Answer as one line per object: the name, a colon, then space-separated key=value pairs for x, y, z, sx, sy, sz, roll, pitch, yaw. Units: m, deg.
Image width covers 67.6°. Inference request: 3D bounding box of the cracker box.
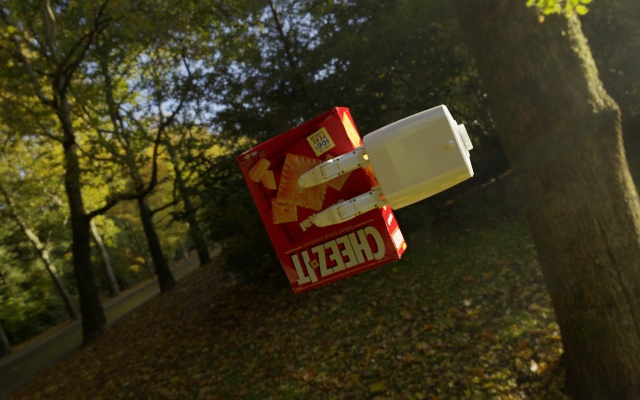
cracker box: x=0.000 y=0.002 z=0.661 sx=0.164 sy=0.213 sz=0.072 roll=-22 pitch=1 yaw=20
